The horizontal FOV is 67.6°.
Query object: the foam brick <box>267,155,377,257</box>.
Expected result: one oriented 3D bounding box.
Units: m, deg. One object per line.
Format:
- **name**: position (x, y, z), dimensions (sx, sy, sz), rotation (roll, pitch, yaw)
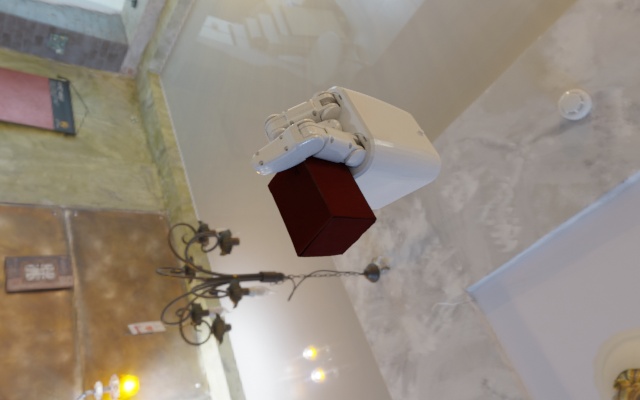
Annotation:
- **foam brick**: position (0.000, 0.002, 0.400), dimensions (0.051, 0.078, 0.053), rotation (6, -43, -41)
